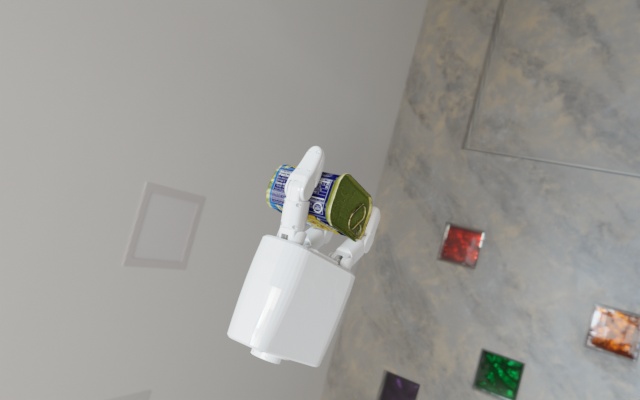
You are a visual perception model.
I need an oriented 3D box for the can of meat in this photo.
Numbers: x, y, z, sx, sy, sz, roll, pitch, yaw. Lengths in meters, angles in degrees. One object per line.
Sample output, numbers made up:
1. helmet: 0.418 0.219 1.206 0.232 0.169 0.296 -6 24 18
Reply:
1. can of meat: 0.000 0.002 0.536 0.084 0.057 0.102 13 -12 29
